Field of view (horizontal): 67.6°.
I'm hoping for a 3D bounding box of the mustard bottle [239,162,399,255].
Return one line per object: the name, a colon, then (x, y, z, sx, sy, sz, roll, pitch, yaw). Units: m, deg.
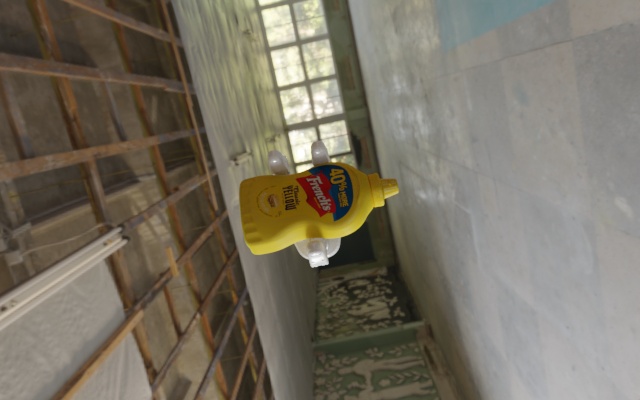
mustard bottle: (0.000, 0.002, 0.585, 0.191, 0.096, 0.058, -12, -31, 2)
